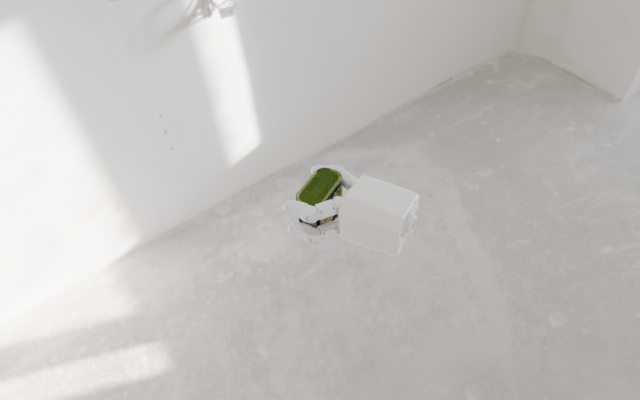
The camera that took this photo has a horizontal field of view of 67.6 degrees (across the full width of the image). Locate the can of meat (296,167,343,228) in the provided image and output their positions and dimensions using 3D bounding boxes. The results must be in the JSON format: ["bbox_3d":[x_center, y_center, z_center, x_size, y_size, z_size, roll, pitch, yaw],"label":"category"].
[{"bbox_3d":[0.000,0.002,0.849,0.057,0.102,0.084,22,-36,21],"label":"can of meat"}]
